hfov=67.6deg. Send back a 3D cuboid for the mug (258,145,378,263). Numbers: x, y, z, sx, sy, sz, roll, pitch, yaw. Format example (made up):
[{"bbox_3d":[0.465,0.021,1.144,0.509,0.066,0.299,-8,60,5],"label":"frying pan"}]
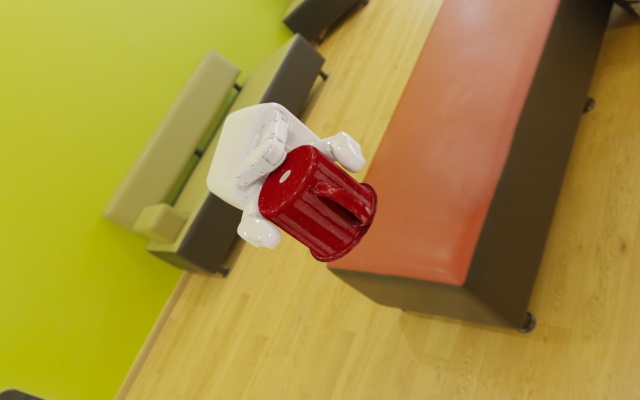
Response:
[{"bbox_3d":[0.001,0.002,0.451,0.081,0.093,0.117,37,-13,-29],"label":"mug"}]
